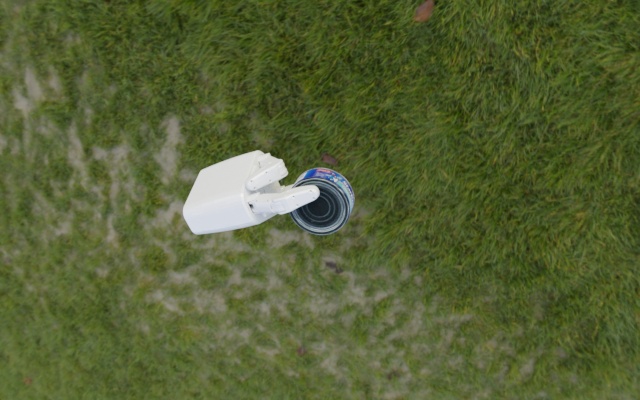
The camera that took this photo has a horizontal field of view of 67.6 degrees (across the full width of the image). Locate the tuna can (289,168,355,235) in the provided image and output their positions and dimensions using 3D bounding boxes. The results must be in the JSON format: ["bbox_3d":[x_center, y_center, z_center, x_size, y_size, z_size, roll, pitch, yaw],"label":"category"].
[{"bbox_3d":[0.000,0.002,0.631,0.086,0.086,0.033,0,26,15],"label":"tuna can"}]
